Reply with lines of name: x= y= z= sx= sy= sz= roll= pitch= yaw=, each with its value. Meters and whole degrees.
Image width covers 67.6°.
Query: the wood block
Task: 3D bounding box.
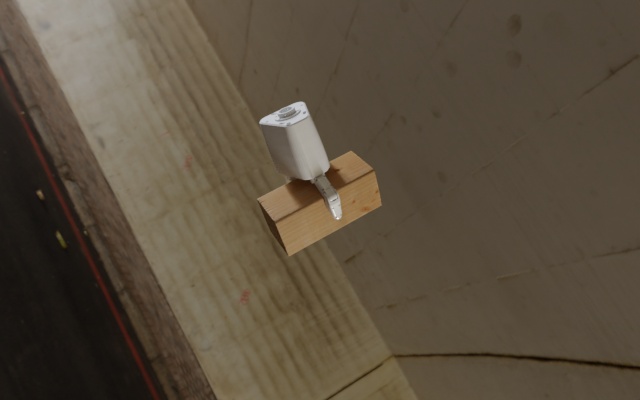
wood block: x=0.000 y=0.003 z=0.898 sx=0.206 sy=0.090 sz=0.090 roll=-28 pitch=40 yaw=-13
